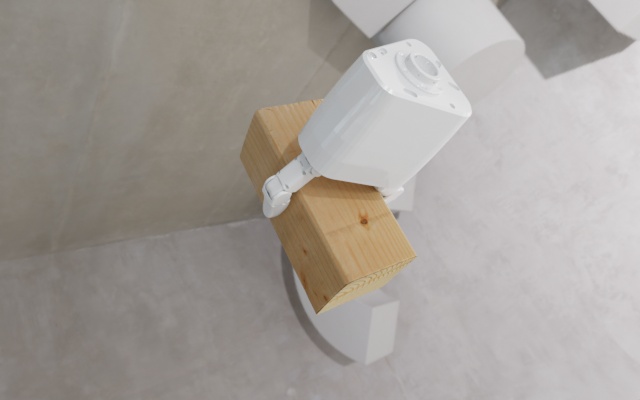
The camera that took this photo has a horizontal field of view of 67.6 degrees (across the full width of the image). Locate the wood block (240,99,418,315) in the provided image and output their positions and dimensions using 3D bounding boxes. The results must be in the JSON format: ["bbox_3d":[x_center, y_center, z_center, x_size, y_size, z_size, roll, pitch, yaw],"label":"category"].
[{"bbox_3d":[0.000,0.002,0.517,0.091,0.206,0.090,-16,-23,-30],"label":"wood block"}]
